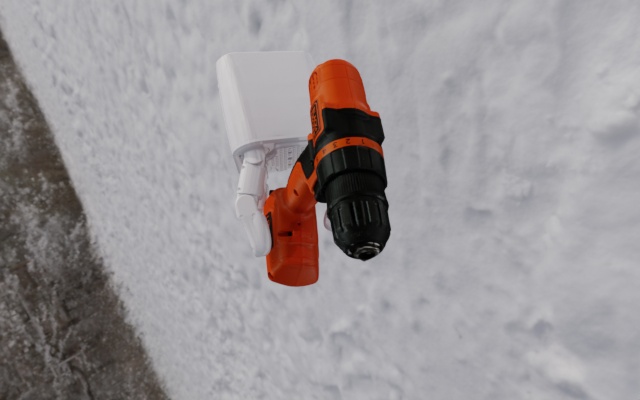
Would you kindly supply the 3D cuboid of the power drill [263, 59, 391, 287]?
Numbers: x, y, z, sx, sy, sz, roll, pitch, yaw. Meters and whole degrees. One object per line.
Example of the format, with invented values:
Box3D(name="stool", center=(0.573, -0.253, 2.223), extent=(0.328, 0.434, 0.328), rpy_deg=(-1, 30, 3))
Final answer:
Box3D(name="power drill", center=(0.000, 0.001, 0.416), extent=(0.057, 0.184, 0.188), rpy_deg=(9, -38, -18))
